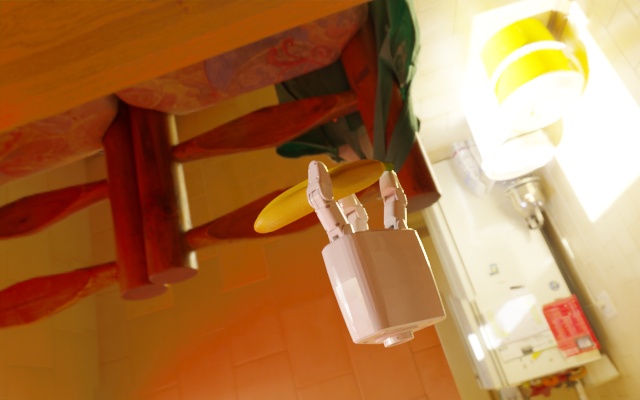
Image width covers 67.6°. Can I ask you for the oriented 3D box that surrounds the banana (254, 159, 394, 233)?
[{"bbox_3d":[-0.002,-0.005,0.586,0.198,0.037,0.070,-23,-23,8],"label":"banana"}]
